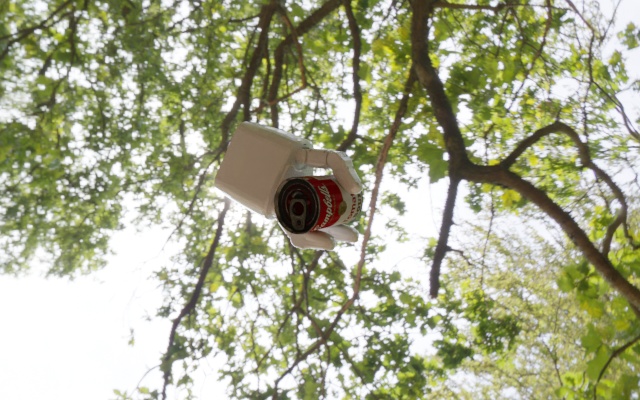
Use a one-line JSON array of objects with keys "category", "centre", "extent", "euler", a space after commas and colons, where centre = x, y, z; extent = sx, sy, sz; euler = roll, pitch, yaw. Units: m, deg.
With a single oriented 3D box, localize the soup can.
[{"category": "soup can", "centre": [0.001, 0.002, 0.598], "extent": [0.068, 0.068, 0.102], "euler": [0, 5, 35]}]
